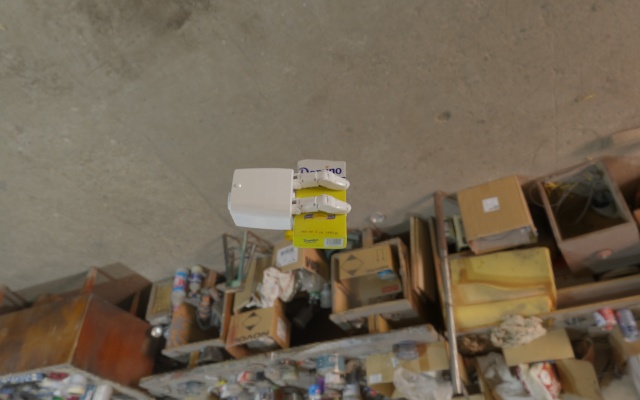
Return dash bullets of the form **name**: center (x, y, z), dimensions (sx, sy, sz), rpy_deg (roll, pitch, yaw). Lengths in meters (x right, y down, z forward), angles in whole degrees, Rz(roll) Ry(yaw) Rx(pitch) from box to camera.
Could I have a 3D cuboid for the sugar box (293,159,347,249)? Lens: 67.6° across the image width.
- **sugar box**: center (0.000, 0.003, 0.869), dimensions (0.093, 0.176, 0.048), rpy_deg (2, -35, -2)
